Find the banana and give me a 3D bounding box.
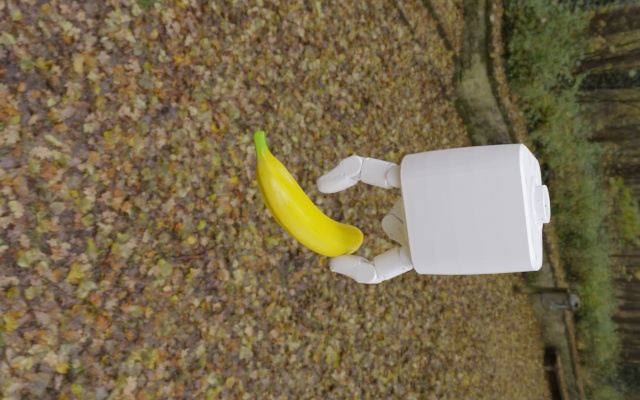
[{"bbox_3d":[-0.006,0.015,0.476,0.037,0.069,0.198,-5,-36,33],"label":"banana"}]
